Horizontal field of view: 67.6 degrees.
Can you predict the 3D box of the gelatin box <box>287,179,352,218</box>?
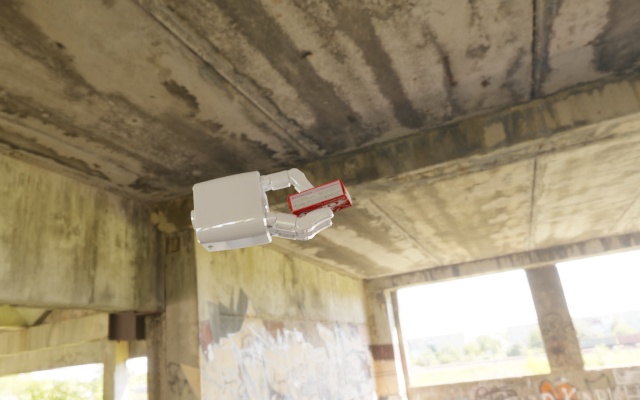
[{"bbox_3d":[0.000,0.002,0.749,0.089,0.030,0.073,-19,-18,7],"label":"gelatin box"}]
